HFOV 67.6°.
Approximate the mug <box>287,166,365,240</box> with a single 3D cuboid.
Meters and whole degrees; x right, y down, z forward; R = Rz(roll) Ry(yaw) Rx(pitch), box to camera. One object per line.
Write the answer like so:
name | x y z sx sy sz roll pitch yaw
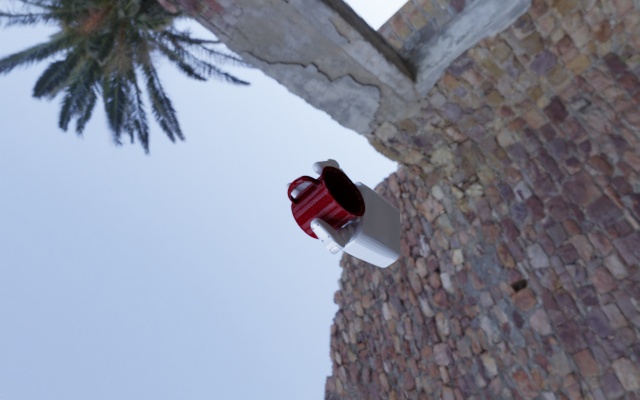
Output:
mug | -0.001 0.002 0.730 0.117 0.093 0.081 30 -56 -34
